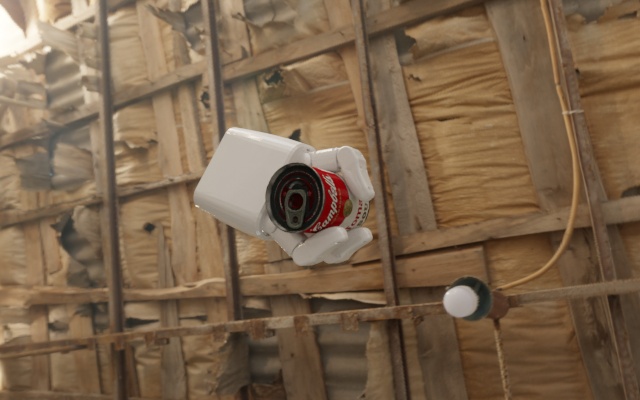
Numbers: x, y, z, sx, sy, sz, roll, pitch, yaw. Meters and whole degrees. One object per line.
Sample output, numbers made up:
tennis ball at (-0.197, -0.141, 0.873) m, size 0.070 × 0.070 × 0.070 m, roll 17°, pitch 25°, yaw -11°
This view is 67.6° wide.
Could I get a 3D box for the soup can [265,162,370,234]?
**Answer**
soup can at (0.001, 0.002, 0.495) m, size 0.068 × 0.068 × 0.102 m, roll 0°, pitch -5°, yaw 31°
